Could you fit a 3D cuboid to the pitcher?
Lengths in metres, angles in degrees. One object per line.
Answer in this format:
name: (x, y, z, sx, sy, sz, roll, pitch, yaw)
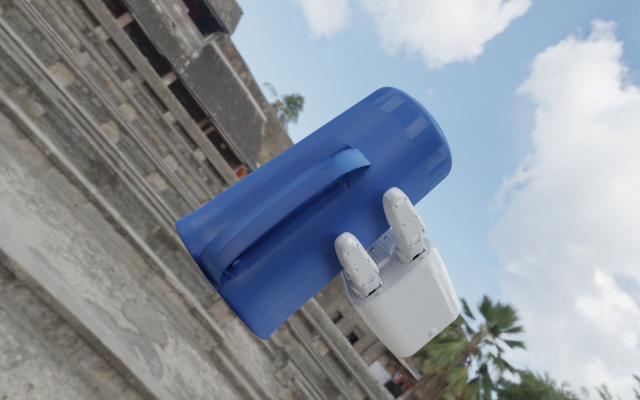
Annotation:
pitcher: (0.000, 0.002, 0.437, 0.243, 0.145, 0.149, -38, 34, -8)
